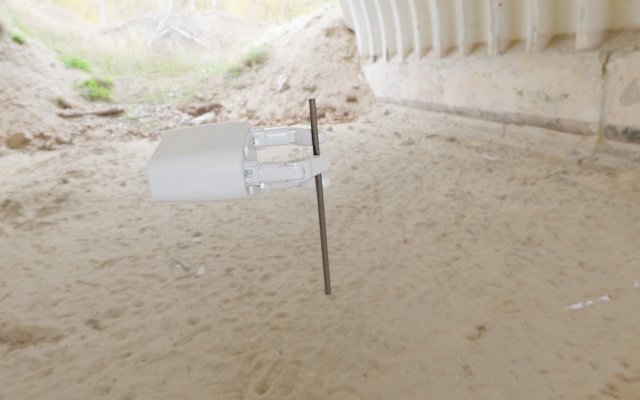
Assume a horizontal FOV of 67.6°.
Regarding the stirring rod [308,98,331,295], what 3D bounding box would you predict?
[{"bbox_3d":[0.000,0.002,0.564,0.011,0.239,0.011,-4,16,1],"label":"stirring rod"}]
